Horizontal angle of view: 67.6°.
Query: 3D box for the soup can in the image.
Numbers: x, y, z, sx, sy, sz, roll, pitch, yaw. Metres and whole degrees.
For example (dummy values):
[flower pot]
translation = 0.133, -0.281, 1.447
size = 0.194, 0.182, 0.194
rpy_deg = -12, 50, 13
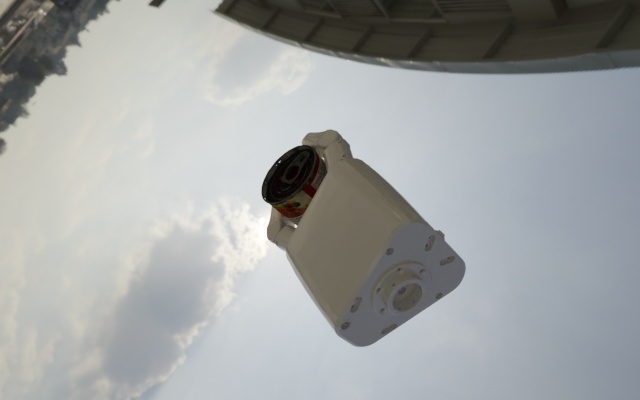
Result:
[soup can]
translation = 0.000, 0.002, 0.479
size = 0.068, 0.068, 0.102
rpy_deg = 0, -33, 47
